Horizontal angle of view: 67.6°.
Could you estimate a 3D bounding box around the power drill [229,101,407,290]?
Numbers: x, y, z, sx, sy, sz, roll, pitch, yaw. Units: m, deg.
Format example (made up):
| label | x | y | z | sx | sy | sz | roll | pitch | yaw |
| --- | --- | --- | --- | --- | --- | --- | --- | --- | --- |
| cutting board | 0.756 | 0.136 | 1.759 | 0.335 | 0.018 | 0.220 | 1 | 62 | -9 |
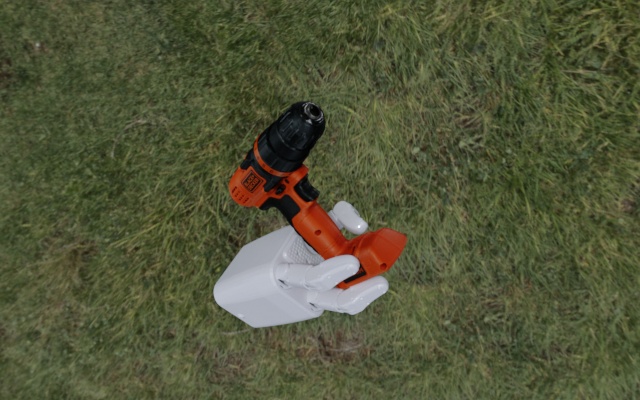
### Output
| label | x | y | z | sx | sy | sz | roll | pitch | yaw |
| --- | --- | --- | --- | --- | --- | --- | --- | --- | --- |
| power drill | 0.000 | 0.002 | 0.504 | 0.057 | 0.187 | 0.184 | -48 | 6 | -35 |
